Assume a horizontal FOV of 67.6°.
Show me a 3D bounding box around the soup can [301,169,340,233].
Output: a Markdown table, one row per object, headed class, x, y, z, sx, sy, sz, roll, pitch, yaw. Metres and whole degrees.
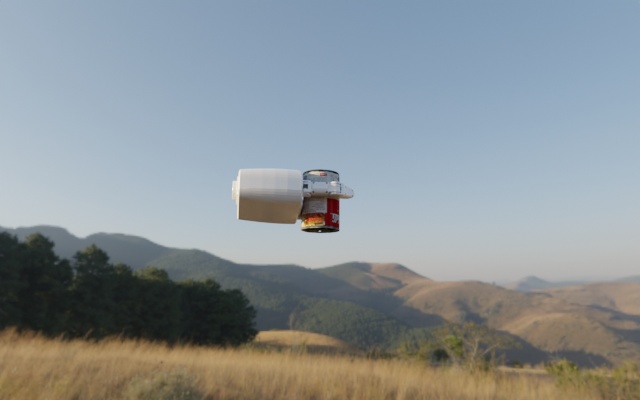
| class | x | y | z | sx | sy | sz | roll | pitch | yaw |
| --- | --- | --- | --- | --- | --- | --- | --- | --- | --- |
| soup can | 0.001 | 0.002 | 0.840 | 0.068 | 0.102 | 0.068 | 1 | -12 | 0 |
